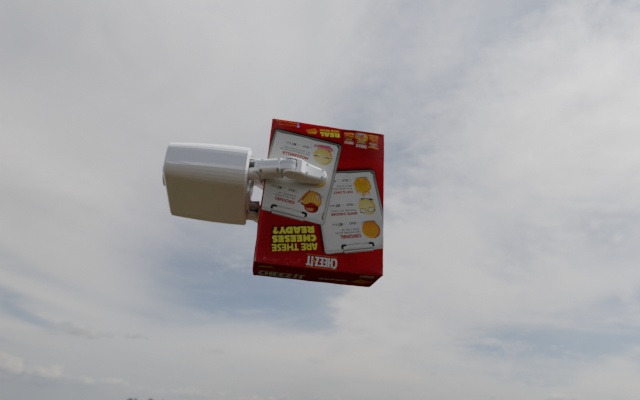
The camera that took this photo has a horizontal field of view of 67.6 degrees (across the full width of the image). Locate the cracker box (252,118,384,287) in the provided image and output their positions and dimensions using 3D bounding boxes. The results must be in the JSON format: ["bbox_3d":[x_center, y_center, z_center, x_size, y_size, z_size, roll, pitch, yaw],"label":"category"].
[{"bbox_3d":[0.000,0.002,0.657,0.164,0.213,0.072,7,-26,-7],"label":"cracker box"}]
